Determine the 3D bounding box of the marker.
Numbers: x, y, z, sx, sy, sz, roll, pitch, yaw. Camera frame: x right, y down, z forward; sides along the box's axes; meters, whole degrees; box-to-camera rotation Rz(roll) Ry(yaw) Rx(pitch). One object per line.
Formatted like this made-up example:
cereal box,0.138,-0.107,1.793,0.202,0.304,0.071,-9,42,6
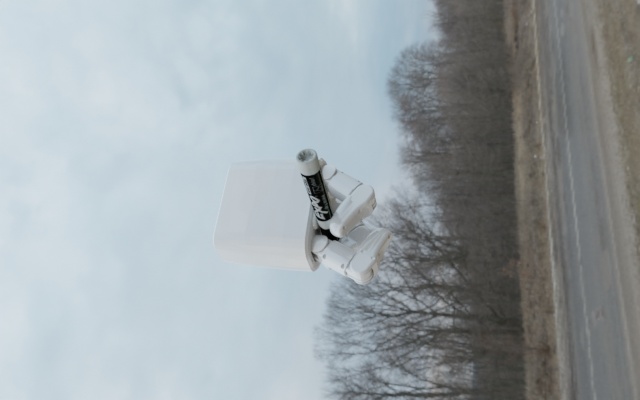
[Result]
marker,0.000,0.001,0.447,0.020,0.020,0.121,0,-41,16
